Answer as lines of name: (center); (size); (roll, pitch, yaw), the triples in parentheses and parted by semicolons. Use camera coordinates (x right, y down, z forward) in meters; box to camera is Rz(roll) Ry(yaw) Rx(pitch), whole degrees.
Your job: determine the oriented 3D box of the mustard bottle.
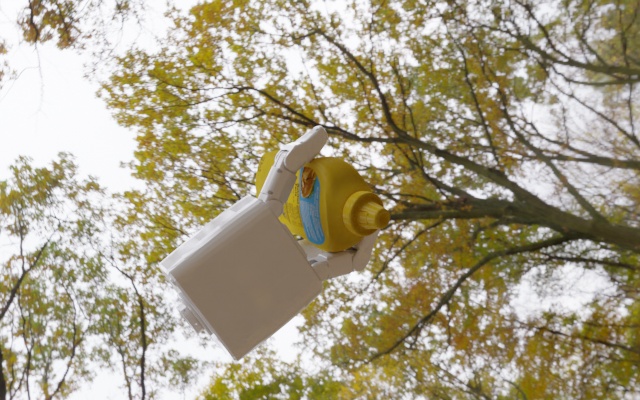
mustard bottle: (0.000, 0.001, 0.492); (0.058, 0.096, 0.191); (-13, 16, -32)
